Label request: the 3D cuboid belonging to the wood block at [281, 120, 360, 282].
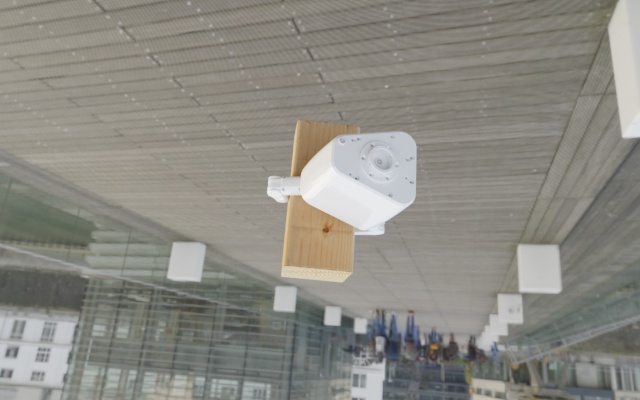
[{"bbox_3d":[0.000,0.002,0.672,0.091,0.206,0.090,6,-18,-5],"label":"wood block"}]
